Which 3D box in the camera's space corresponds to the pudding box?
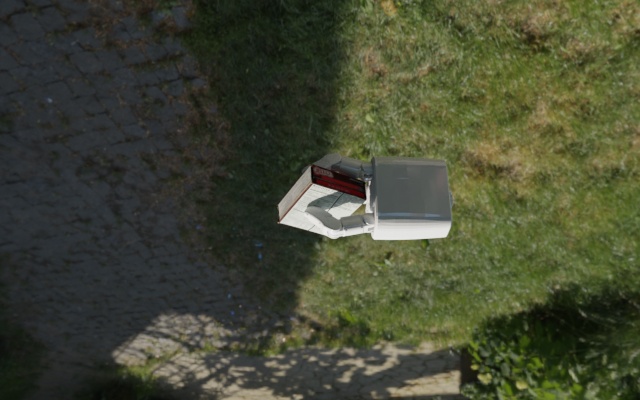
[{"bbox_3d":[0.000,0.002,0.694,0.090,0.039,0.113,18,-42,-24],"label":"pudding box"}]
